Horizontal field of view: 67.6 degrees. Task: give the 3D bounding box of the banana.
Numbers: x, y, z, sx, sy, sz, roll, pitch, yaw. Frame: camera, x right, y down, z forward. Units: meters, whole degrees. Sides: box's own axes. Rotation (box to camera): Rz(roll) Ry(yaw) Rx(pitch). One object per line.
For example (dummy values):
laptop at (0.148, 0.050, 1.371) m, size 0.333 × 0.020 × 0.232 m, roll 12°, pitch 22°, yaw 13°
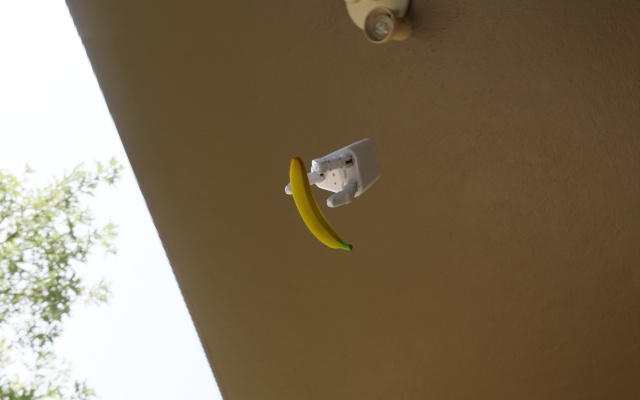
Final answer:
banana at (-0.011, 0.013, 0.889) m, size 0.070 × 0.198 × 0.037 m, roll -31°, pitch 2°, yaw 37°
